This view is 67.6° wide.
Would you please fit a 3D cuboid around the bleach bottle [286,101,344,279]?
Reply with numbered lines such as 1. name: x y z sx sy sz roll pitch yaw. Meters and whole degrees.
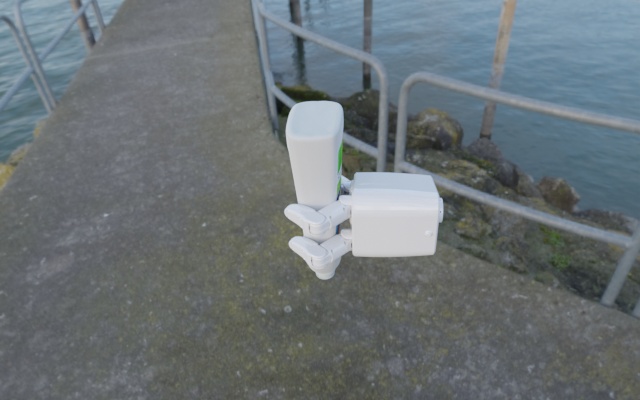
1. bleach bottle: 0.000 0.002 0.643 0.068 0.251 0.102 0 37 6
